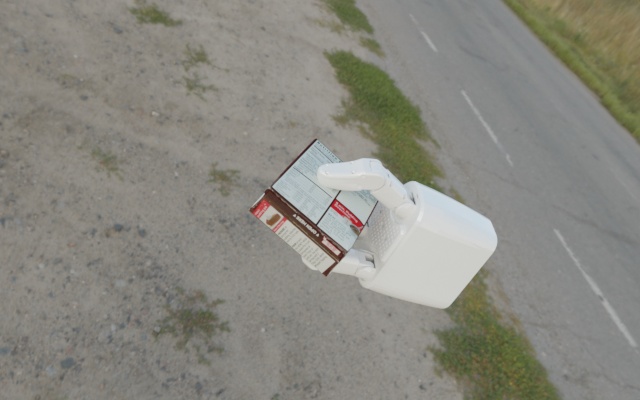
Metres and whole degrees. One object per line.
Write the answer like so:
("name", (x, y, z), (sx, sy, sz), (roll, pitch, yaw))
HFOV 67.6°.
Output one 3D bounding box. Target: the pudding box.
("pudding box", (0.000, 0.001, 0.441), (0.039, 0.090, 0.113), (-48, 3, 35))
